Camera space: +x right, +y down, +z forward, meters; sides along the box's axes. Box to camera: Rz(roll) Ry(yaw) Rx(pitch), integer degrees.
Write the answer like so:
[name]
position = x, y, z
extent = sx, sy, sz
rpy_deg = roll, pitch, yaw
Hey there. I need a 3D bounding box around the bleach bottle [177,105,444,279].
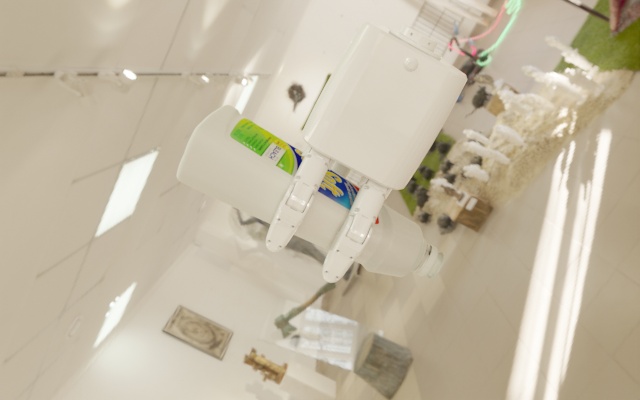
[bleach bottle]
position = 0.000, 0.002, 0.452
extent = 0.251, 0.068, 0.102
rpy_deg = 27, 24, -5
